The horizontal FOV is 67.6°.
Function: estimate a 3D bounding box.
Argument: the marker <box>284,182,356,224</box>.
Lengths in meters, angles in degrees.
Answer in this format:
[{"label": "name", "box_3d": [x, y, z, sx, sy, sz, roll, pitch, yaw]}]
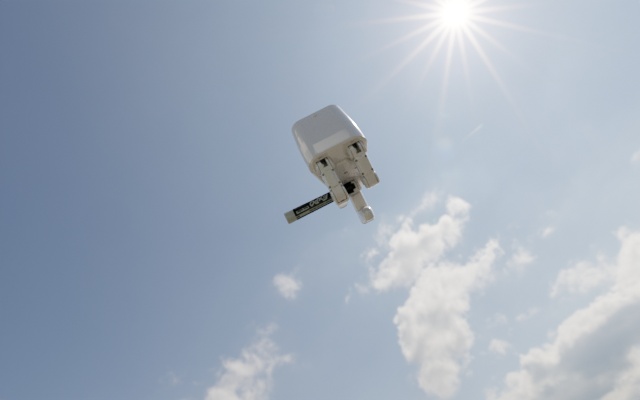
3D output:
[{"label": "marker", "box_3d": [0.000, 0.003, 0.754, 0.121, 0.020, 0.020, -26, 1, -2]}]
